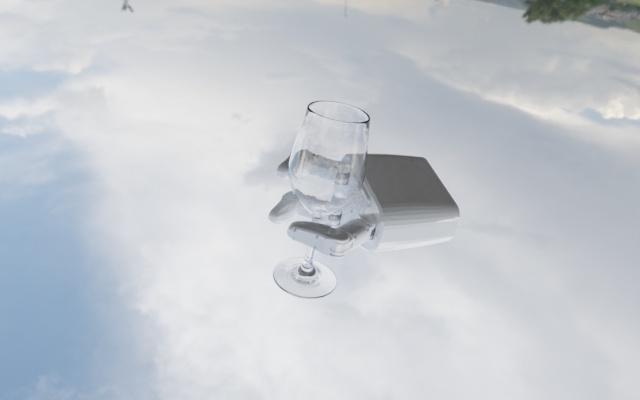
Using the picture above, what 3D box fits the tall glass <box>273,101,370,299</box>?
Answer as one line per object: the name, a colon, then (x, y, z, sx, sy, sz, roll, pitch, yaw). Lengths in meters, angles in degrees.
tall glass: (0.000, 0.002, 0.500, 0.079, 0.201, 0.079, 9, 28, -5)
